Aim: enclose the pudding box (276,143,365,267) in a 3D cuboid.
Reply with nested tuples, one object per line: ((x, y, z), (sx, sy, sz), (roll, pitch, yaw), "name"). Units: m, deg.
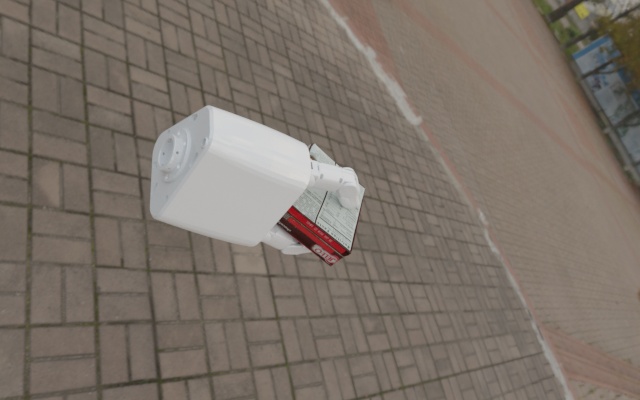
((0.000, 0.002, 0.520), (0.090, 0.113, 0.039), (41, -50, -18), "pudding box")
